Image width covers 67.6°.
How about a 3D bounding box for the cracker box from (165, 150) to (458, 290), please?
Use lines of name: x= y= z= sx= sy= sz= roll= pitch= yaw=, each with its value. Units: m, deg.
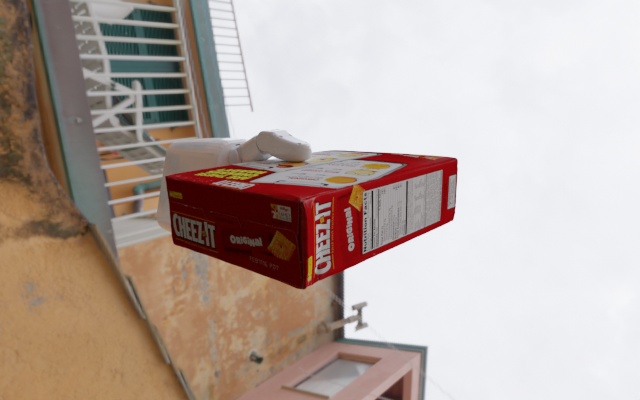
cracker box: x=0.000 y=0.001 z=0.432 sx=0.164 sy=0.072 sz=0.213 roll=9 pitch=17 yaw=41
